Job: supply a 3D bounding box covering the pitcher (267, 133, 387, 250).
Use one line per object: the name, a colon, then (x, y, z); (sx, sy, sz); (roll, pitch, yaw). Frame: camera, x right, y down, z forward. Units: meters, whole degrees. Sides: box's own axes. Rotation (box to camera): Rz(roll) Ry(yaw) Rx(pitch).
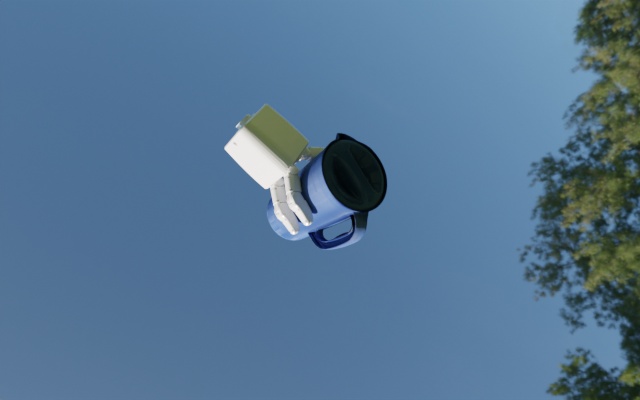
pitcher: (0.000, 0.003, 0.874); (0.145, 0.149, 0.243); (43, -36, -11)
